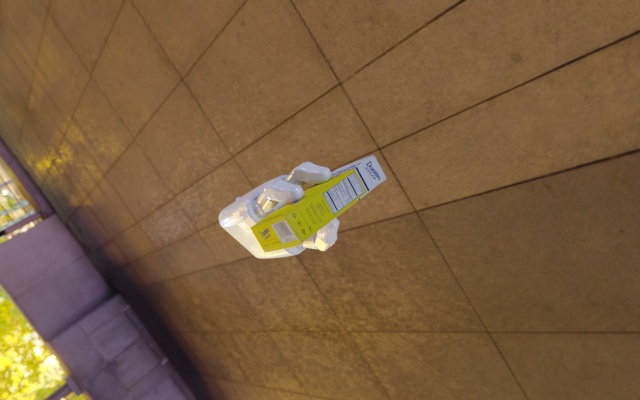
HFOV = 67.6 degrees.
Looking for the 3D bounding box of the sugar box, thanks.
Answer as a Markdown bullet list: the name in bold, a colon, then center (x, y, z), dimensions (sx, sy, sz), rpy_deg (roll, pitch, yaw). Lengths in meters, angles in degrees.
- **sugar box**: center (0.000, 0.002, 0.640), dimensions (0.176, 0.048, 0.093), rpy_deg (-39, 13, -37)
